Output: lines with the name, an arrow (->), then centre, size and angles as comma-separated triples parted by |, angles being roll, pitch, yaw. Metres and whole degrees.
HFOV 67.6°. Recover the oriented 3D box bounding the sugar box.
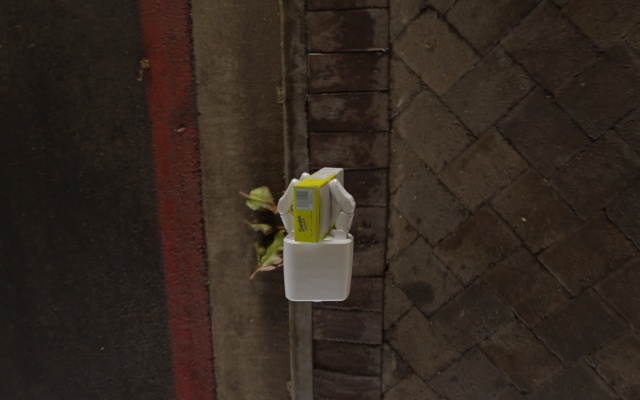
sugar box -> 0.000, 0.003, 0.811 | 0.048, 0.093, 0.176 | 3, 13, 13
